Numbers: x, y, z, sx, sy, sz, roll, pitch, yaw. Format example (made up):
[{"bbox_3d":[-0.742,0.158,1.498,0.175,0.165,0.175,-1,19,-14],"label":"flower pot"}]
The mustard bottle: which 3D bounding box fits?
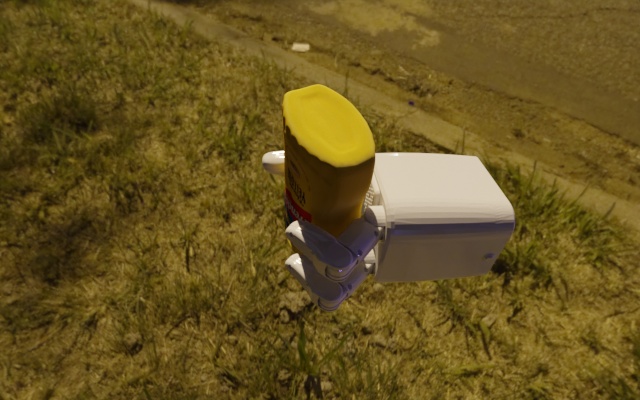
[{"bbox_3d":[0.000,0.001,0.422,0.058,0.096,0.192,-21,-35,-20],"label":"mustard bottle"}]
